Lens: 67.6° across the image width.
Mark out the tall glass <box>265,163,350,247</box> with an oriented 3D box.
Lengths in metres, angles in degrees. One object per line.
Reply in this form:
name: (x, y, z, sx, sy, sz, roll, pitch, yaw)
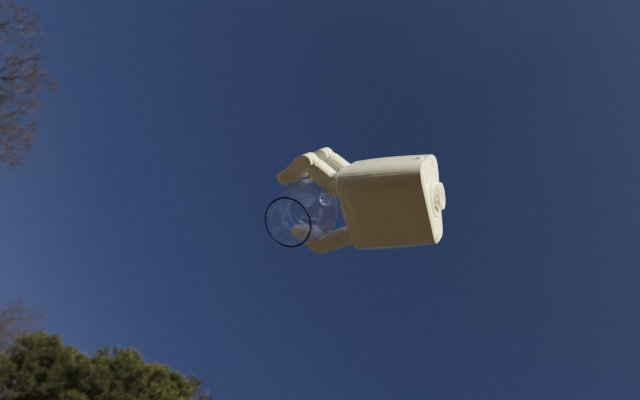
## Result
tall glass: (0.000, 0.002, 0.648, 0.079, 0.079, 0.201, 0, 14, 24)
